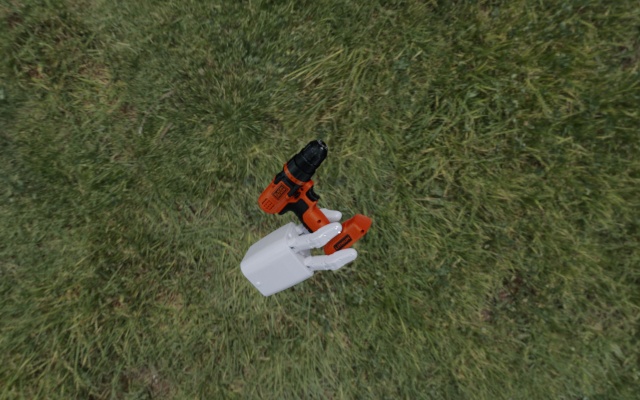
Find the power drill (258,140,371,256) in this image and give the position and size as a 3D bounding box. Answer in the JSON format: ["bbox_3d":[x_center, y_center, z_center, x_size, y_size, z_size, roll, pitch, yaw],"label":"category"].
[{"bbox_3d":[0.000,0.003,0.863,0.184,0.187,0.057,-44,5,35],"label":"power drill"}]
